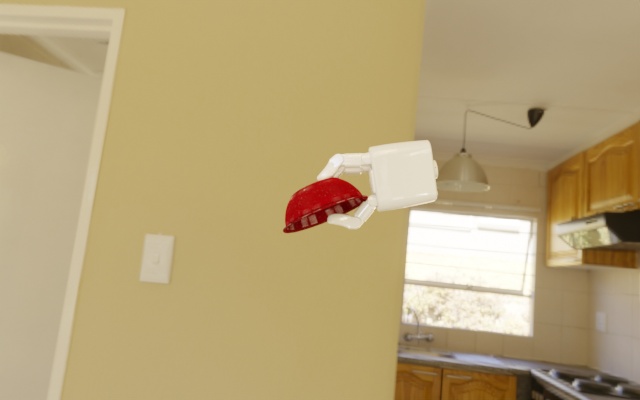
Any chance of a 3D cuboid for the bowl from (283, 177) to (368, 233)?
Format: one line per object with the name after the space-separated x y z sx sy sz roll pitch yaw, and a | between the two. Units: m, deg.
-0.001 0.003 0.844 0.162 0.055 0.162 -22 -10 -4 | bowl
